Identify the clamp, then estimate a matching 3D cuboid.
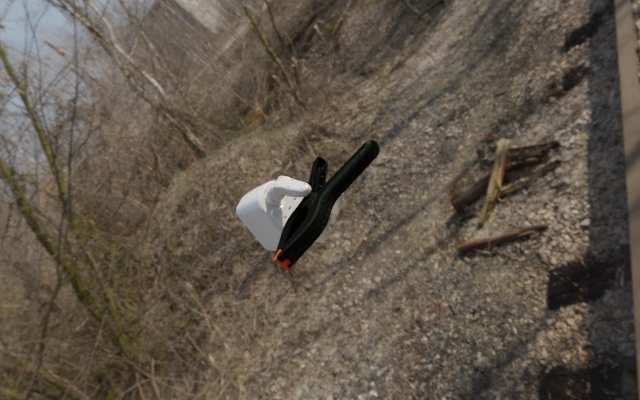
[{"bbox_3d":[-0.001,0.002,0.685,0.036,0.210,0.164,37,-27,-20],"label":"clamp"}]
